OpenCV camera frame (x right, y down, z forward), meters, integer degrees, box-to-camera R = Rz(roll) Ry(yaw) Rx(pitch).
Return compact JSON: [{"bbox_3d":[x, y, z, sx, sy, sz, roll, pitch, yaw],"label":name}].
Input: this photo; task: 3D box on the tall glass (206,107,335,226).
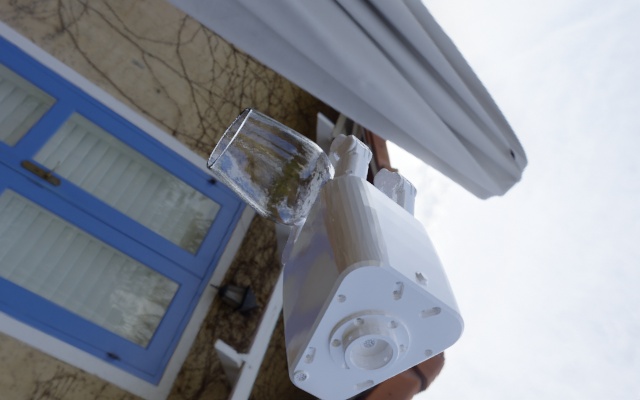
[{"bbox_3d":[0.001,0.002,0.427,0.201,0.079,0.079,35,-14,-20],"label":"tall glass"}]
